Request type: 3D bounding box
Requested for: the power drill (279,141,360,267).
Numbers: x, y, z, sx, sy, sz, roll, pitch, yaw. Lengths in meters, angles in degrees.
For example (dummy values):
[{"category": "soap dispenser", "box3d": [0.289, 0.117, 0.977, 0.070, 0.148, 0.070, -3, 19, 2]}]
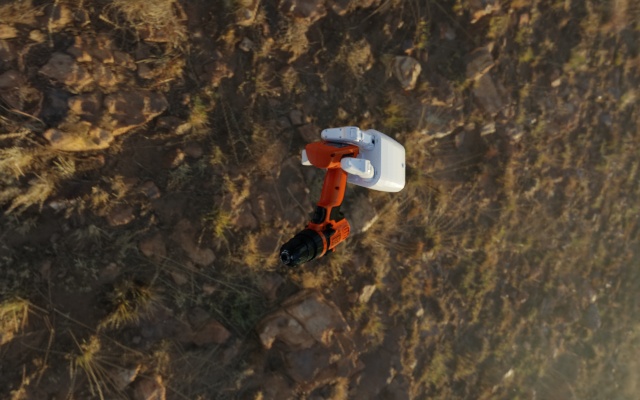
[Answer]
[{"category": "power drill", "box3d": [0.000, 0.002, 0.765, 0.057, 0.188, 0.184, 18, 20, 24]}]
